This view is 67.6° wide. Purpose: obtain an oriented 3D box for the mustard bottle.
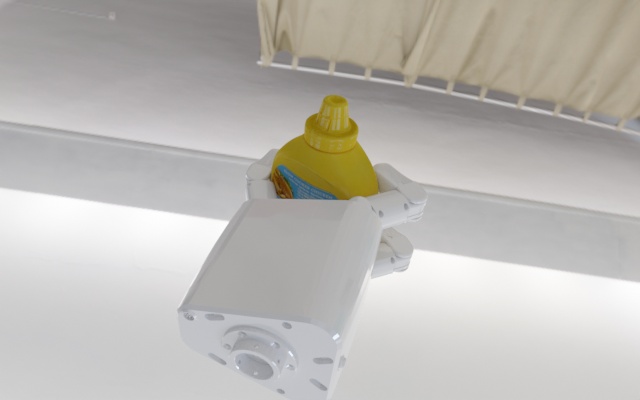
[{"bbox_3d":[0.000,0.001,0.404,0.096,0.192,0.058,32,45,27],"label":"mustard bottle"}]
